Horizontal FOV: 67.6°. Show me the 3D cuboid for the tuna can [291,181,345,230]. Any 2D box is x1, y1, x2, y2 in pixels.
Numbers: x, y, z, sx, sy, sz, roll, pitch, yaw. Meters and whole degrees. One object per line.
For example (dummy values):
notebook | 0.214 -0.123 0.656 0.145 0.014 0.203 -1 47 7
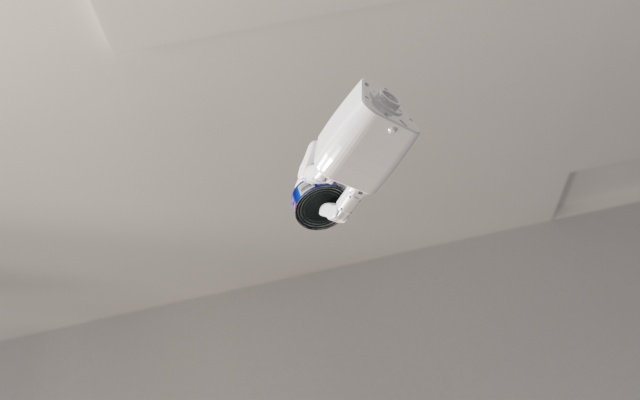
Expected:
tuna can | 0.000 0.002 0.718 0.086 0.086 0.033 0 40 -18
